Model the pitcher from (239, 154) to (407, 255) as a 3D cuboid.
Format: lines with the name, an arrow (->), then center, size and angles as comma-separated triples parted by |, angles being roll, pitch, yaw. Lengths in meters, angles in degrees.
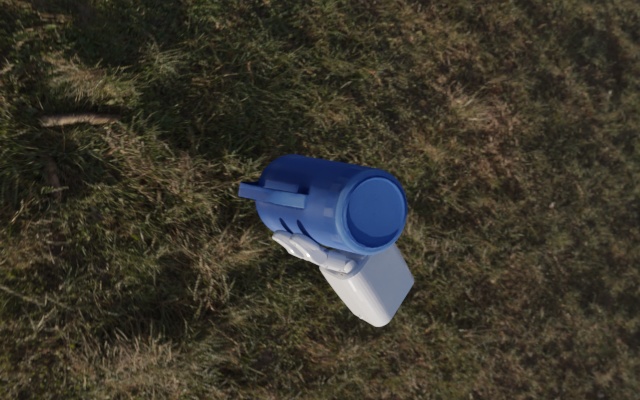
pitcher -> 0.000, 0.002, 0.677 | 0.149, 0.145, 0.243 | -39, 22, -19
